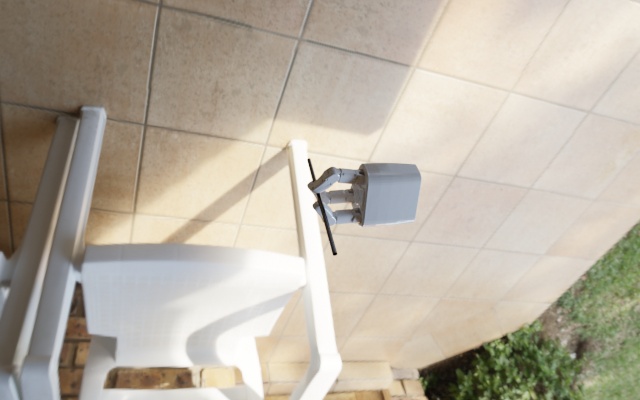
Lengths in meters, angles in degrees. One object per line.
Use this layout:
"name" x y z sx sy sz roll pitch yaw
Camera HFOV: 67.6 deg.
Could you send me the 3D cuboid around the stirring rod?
"stirring rod" 0.000 0.003 0.832 0.011 0.011 0.239 0 43 -15
